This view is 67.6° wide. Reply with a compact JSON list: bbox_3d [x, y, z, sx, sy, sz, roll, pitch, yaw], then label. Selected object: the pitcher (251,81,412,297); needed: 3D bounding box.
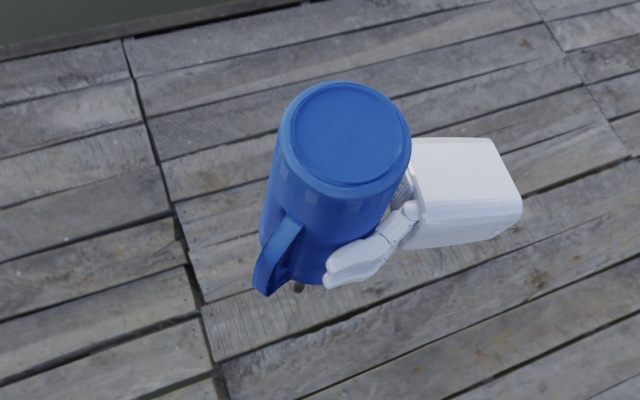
[{"bbox_3d":[0.000,0.001,0.475,0.145,0.149,0.243,-3,-22,-9],"label":"pitcher"}]
